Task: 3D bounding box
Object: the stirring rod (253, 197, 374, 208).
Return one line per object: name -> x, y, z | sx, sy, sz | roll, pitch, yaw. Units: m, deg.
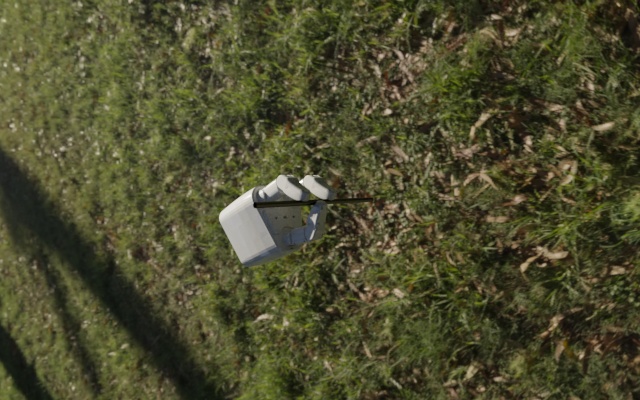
stirring rod -> 0.000, 0.002, 0.695 | 0.011, 0.011, 0.239 | 0, 2, 44
